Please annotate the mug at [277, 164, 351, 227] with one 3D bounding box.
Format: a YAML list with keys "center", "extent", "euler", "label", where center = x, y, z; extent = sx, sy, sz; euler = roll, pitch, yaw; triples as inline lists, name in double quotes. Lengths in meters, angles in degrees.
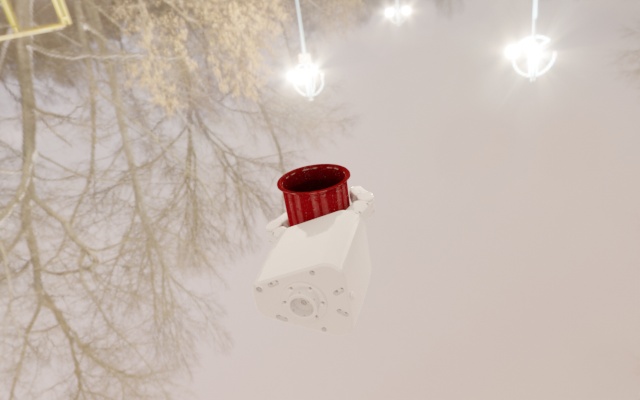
- center: [0.000, 0.002, 0.624]
  extent: [0.093, 0.081, 0.117]
  euler: [-1, 26, 18]
  label: "mug"
